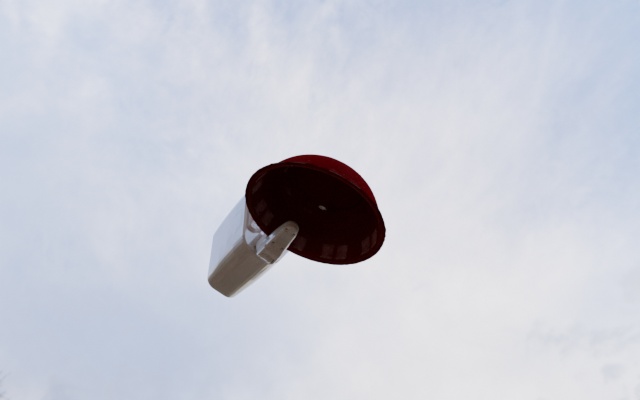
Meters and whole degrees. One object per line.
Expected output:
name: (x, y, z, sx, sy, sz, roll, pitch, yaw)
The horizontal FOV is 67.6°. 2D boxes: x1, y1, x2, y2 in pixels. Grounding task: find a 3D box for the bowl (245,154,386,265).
bowl: (0.001, 0.001, 0.534, 0.162, 0.055, 0.162, 15, -40, 13)
